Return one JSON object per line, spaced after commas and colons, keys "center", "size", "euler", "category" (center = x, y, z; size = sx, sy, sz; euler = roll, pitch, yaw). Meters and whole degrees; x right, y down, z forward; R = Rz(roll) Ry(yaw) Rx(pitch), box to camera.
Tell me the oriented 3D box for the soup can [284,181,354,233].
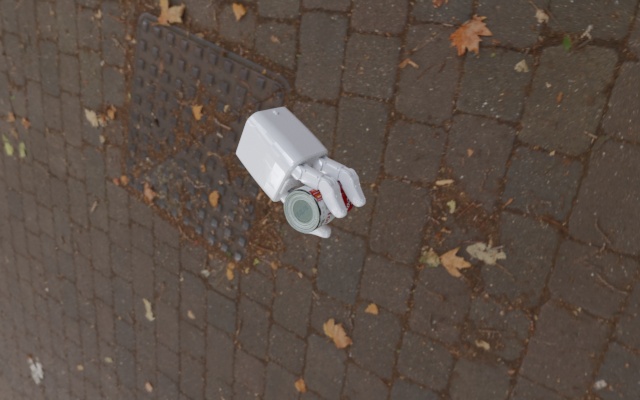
{"center": [0.000, 0.003, 0.731], "size": [0.068, 0.068, 0.102], "euler": [0, 16, 35], "category": "soup can"}
